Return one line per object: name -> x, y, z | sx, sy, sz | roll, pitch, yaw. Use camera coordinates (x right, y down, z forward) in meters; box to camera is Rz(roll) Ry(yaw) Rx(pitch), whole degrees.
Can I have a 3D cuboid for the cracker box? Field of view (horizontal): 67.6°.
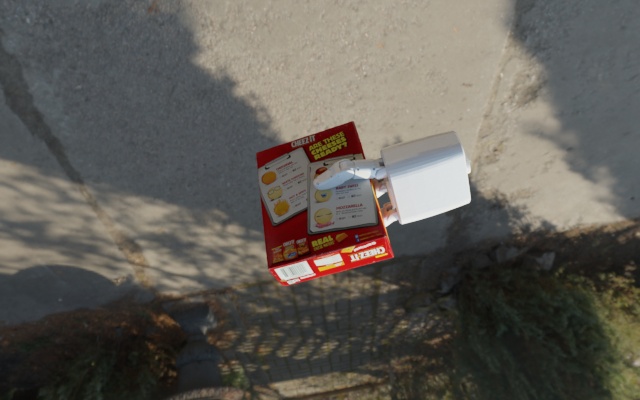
cracker box -> 0.000, 0.002, 0.700 | 0.164, 0.213, 0.072 | -17, -37, 8
